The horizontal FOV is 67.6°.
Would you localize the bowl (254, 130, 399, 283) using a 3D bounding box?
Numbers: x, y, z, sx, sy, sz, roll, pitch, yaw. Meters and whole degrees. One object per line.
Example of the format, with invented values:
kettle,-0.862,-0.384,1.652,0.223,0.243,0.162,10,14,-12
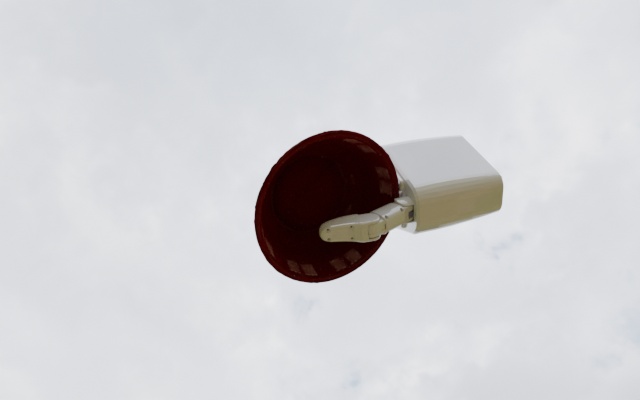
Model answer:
bowl,-0.001,0.001,0.494,0.162,0.162,0.055,0,19,-28
